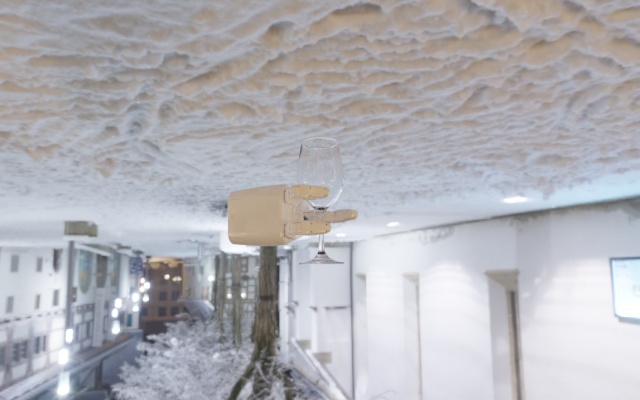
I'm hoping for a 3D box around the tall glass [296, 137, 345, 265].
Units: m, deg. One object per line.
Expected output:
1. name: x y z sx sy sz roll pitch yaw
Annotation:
1. tall glass: 0.000 0.003 0.773 0.079 0.201 0.079 -1 -8 0
